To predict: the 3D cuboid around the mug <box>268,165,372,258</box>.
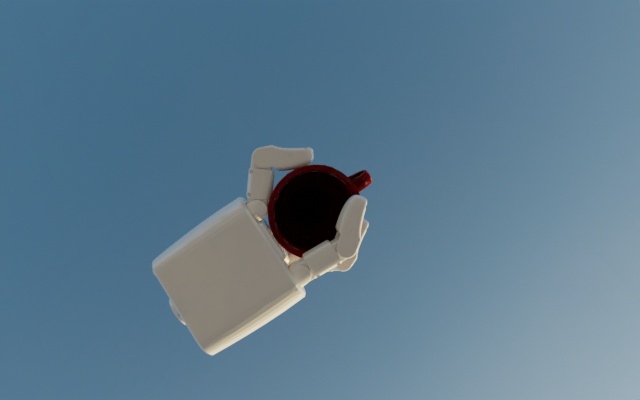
[{"bbox_3d":[0.001,0.001,0.500,0.117,0.093,0.081,-34,9,-4],"label":"mug"}]
